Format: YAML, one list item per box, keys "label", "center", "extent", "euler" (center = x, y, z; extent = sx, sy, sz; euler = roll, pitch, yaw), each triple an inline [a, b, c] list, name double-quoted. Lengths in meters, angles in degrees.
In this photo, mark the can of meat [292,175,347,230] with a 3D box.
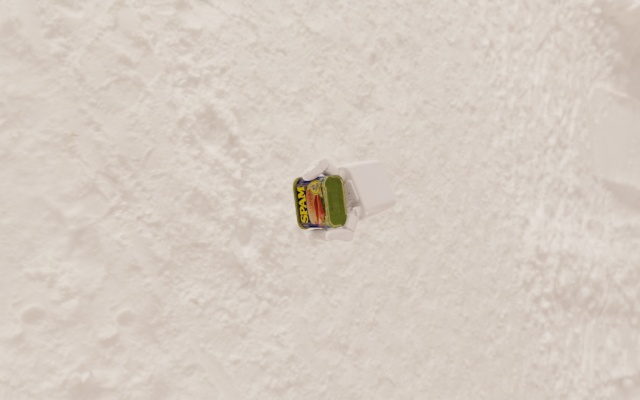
- label: "can of meat"
  center: [0.000, 0.003, 0.892]
  extent: [0.084, 0.102, 0.057]
  euler: [-3, 6, 45]
